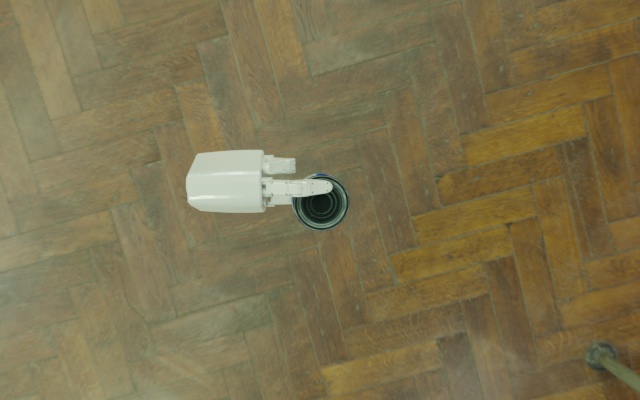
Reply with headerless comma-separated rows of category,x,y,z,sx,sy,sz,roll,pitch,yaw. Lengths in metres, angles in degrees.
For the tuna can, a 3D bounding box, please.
tuna can,0.000,0.002,0.716,0.086,0.086,0.033,0,7,-6
